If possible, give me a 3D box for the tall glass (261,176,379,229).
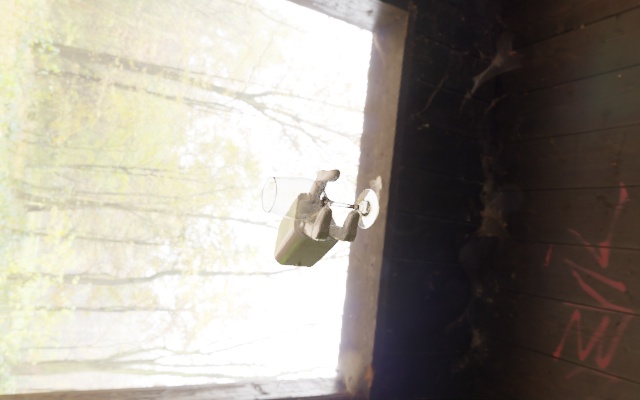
[{"bbox_3d":[0.001,0.003,0.840,0.201,0.079,0.079,9,-4,-29],"label":"tall glass"}]
